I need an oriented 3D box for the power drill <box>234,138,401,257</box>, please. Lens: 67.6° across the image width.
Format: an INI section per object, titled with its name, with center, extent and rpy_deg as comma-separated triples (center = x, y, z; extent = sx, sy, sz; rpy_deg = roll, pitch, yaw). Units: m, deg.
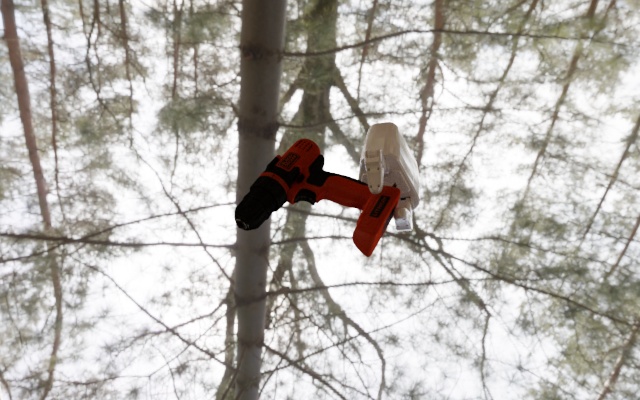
[power drill]
center = 0.001, 0.002, 0.650
extent = 0.187, 0.057, 0.184
rpy_deg = 26, 51, 14
